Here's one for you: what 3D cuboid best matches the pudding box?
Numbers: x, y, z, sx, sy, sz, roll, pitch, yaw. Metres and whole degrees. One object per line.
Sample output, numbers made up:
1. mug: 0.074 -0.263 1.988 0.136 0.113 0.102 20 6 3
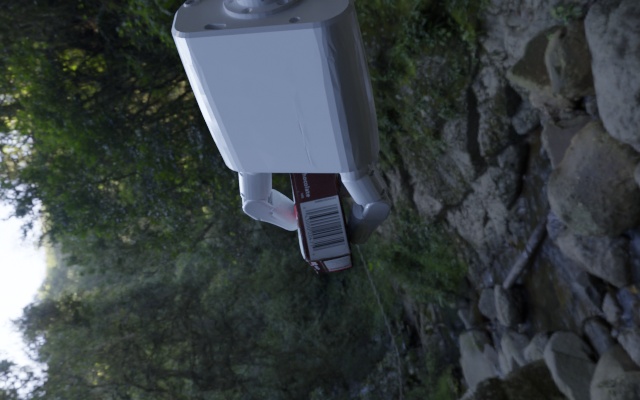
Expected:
1. pudding box: 0.000 0.001 0.409 0.039 0.113 0.090 -10 -15 3
